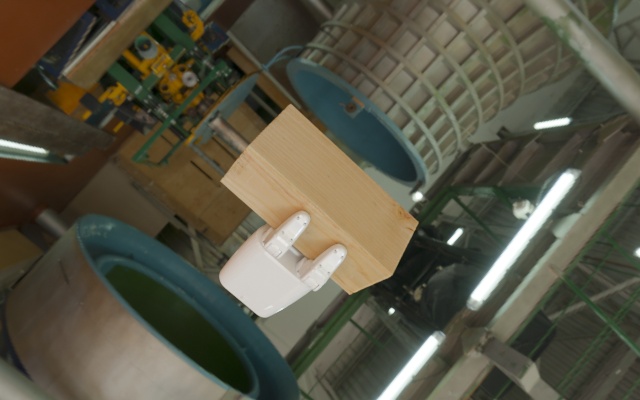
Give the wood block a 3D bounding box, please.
[{"bbox_3d":[0.000,0.002,0.561,0.090,0.206,0.090,-39,12,50],"label":"wood block"}]
